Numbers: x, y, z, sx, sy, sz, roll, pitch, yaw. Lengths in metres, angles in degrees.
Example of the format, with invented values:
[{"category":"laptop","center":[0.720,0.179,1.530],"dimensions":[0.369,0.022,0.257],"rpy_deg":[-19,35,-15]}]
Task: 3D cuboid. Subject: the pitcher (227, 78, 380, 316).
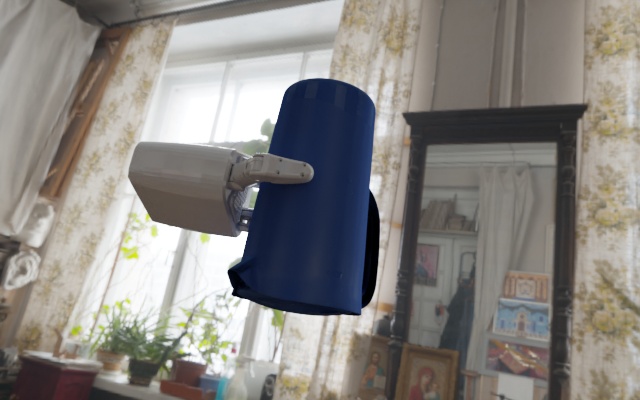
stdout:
[{"category":"pitcher","center":[0.000,0.002,0.521],"dimensions":[0.145,0.242,0.149],"rpy_deg":[8,-16,7]}]
